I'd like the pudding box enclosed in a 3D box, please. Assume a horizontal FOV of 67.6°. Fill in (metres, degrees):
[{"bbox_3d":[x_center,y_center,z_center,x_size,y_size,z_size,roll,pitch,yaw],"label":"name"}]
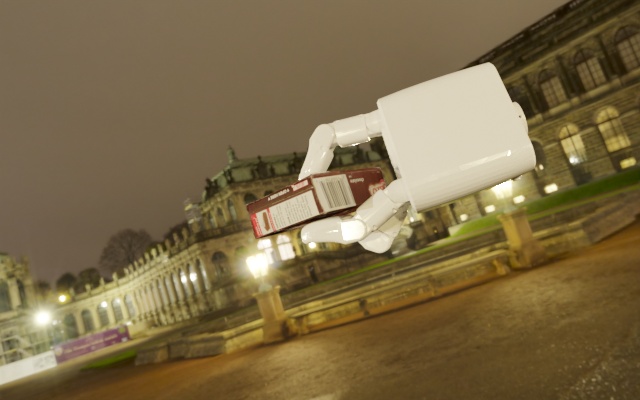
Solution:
[{"bbox_3d":[0.000,0.001,0.460,0.090,0.039,0.113,-23,-10,38],"label":"pudding box"}]
